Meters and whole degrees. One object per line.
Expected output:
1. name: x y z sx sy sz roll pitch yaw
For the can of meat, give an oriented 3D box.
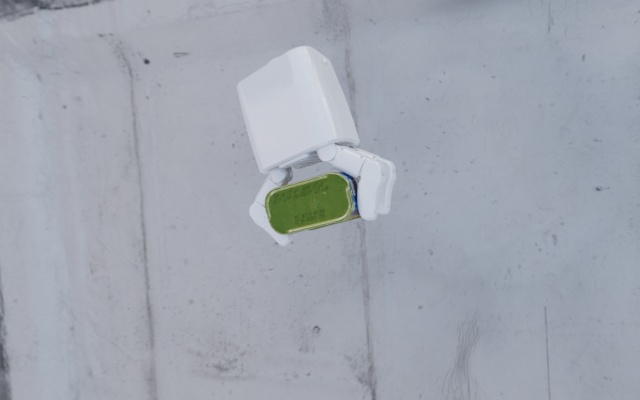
1. can of meat: 0.000 0.002 0.525 0.102 0.057 0.084 -15 -2 19
